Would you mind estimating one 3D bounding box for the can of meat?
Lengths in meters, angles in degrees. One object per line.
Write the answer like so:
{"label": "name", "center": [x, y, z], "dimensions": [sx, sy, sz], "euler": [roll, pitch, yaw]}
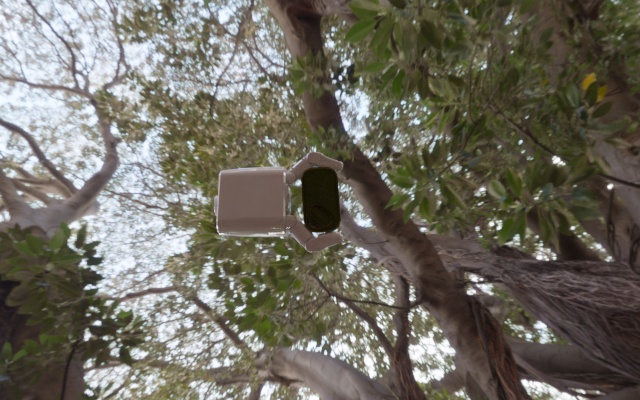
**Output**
{"label": "can of meat", "center": [0.000, 0.002, 0.774], "dimensions": [0.057, 0.102, 0.084], "euler": [-4, -6, -1]}
